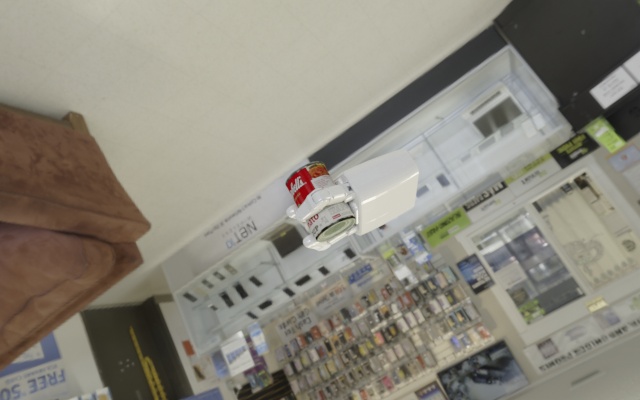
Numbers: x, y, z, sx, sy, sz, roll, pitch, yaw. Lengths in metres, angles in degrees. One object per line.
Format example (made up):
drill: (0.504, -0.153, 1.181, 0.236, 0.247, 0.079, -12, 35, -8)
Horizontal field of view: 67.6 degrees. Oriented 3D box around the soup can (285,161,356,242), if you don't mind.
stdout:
soup can: (0.000, 0.003, 0.711, 0.068, 0.102, 0.068, -26, -19, -10)
